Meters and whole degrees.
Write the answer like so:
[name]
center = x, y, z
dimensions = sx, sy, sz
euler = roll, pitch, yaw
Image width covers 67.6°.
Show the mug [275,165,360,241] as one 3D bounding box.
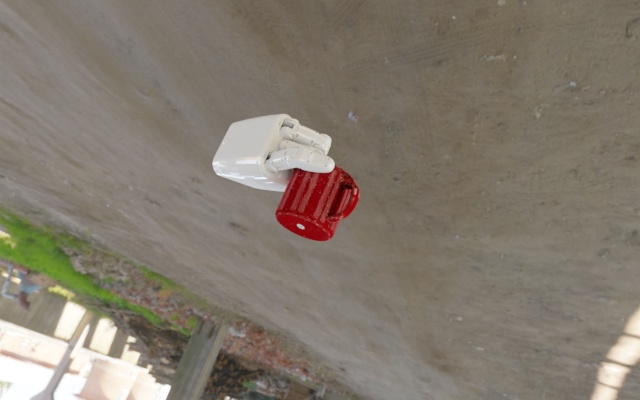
[mug]
center = 0.001, 0.002, 0.624
dimensions = 0.117, 0.081, 0.093
euler = 3, -29, 41
